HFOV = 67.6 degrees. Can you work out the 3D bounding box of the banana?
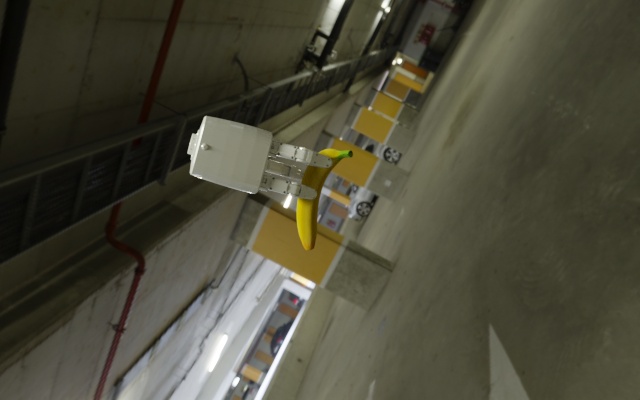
[{"bbox_3d":[-0.009,-0.010,0.806,0.037,0.198,0.069,-2,34,-38],"label":"banana"}]
